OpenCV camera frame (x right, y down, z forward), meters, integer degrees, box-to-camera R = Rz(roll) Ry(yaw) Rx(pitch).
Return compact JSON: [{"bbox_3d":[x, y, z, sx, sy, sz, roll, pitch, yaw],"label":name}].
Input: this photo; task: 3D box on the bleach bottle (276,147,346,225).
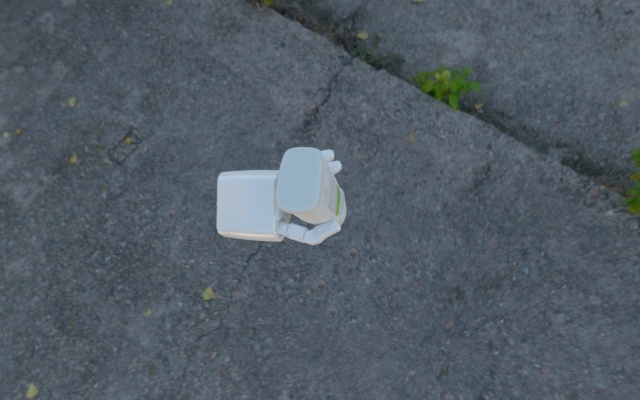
[{"bbox_3d":[0.000,0.002,0.789,0.068,0.102,0.251,2,-16,15],"label":"bleach bottle"}]
